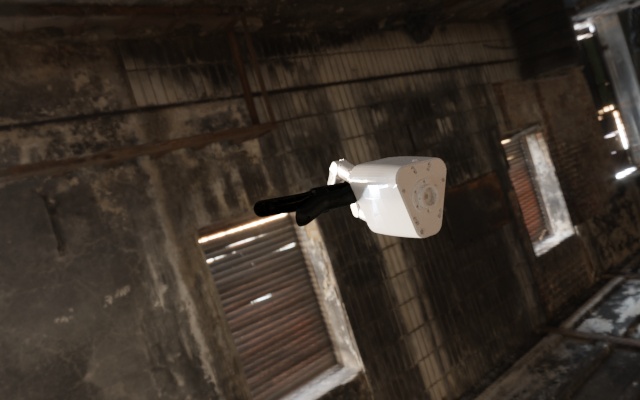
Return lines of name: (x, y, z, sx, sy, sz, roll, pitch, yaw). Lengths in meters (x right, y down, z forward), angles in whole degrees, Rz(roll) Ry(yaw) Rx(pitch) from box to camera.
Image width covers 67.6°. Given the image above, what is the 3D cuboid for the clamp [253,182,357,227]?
clamp: (0.000, 0.003, 0.702, 0.171, 0.039, 0.120, -17, 22, -27)
